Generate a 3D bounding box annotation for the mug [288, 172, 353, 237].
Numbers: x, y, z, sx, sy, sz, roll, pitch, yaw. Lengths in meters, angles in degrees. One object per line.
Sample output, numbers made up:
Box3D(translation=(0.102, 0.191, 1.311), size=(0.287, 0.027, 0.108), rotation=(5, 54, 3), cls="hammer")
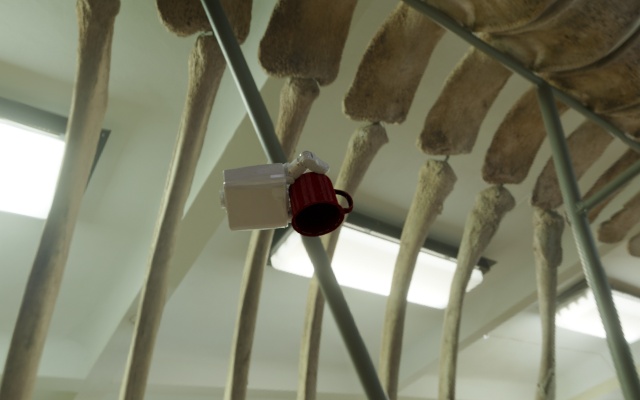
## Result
Box3D(translation=(0.002, 0.002, 0.843), size=(0.117, 0.081, 0.093), rotation=(-5, -43, -12), cls="mug")
